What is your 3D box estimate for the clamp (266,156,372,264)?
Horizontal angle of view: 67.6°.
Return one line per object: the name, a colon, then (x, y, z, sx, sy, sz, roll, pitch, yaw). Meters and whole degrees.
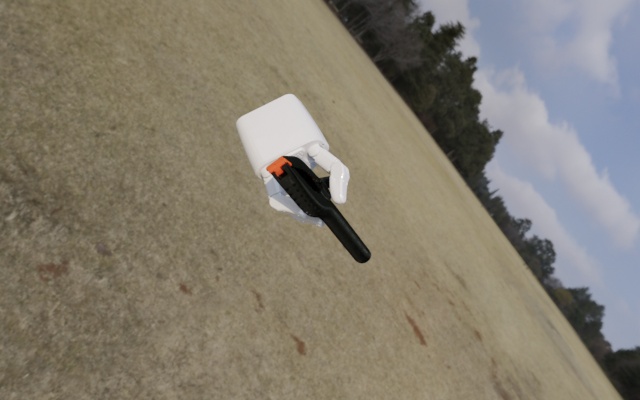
clamp: (0.000, 0.001, 0.669, 0.036, 0.164, 0.210, -35, -30, 14)
